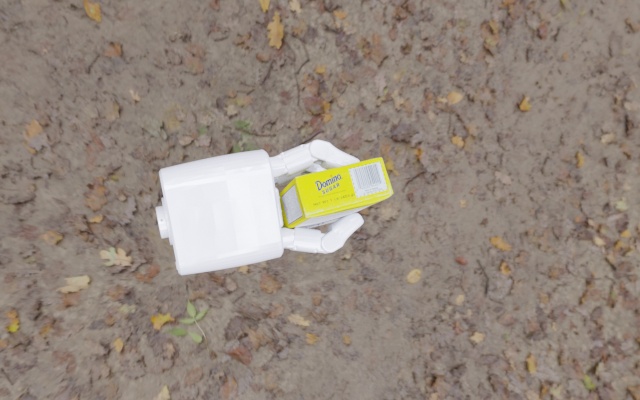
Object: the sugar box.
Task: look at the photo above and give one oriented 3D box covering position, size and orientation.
[{"bbox_3d":[0.000,0.001,0.524,0.093,0.048,0.176,-13,-4,-18],"label":"sugar box"}]
